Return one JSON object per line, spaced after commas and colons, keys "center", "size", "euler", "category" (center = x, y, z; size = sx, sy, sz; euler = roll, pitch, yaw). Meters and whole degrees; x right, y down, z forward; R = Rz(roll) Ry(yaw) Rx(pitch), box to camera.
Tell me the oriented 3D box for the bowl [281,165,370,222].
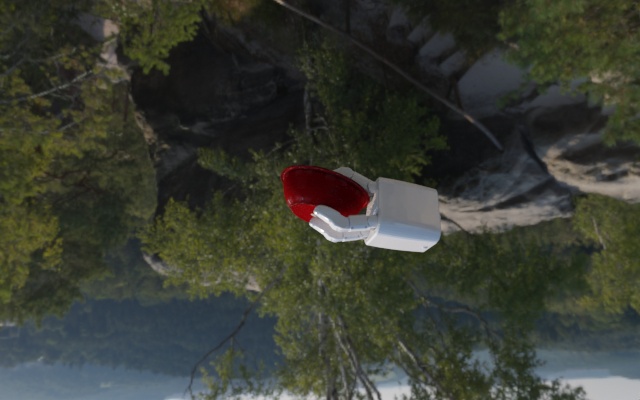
{"center": [-0.001, 0.003, 0.822], "size": [0.162, 0.055, 0.162], "euler": [16, -22, 7], "category": "bowl"}
